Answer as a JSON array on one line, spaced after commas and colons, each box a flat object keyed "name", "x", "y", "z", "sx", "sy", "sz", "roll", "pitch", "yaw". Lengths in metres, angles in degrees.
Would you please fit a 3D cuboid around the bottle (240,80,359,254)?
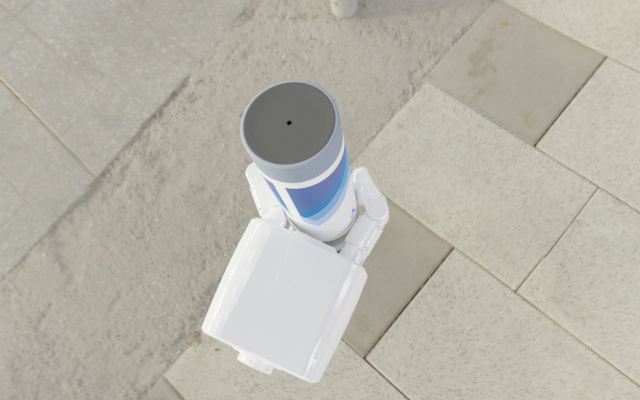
[{"name": "bottle", "x": 0.000, "y": 0.001, "z": 0.448, "sx": 0.069, "sy": 0.069, "sz": 0.296, "roll": 0, "pitch": -21, "yaw": 9}]
